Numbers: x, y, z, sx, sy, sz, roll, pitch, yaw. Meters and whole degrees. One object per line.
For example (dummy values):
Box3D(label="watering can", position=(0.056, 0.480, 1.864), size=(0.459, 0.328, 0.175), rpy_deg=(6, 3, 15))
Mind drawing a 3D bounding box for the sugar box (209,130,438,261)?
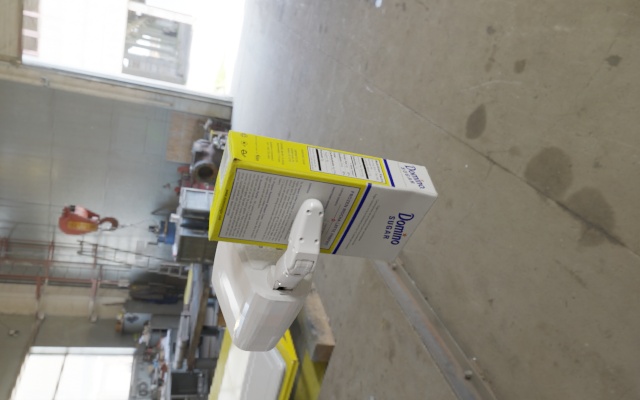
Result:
Box3D(label="sugar box", position=(0.000, 0.001, 0.413), size=(0.176, 0.048, 0.093), rpy_deg=(7, -47, -20))
